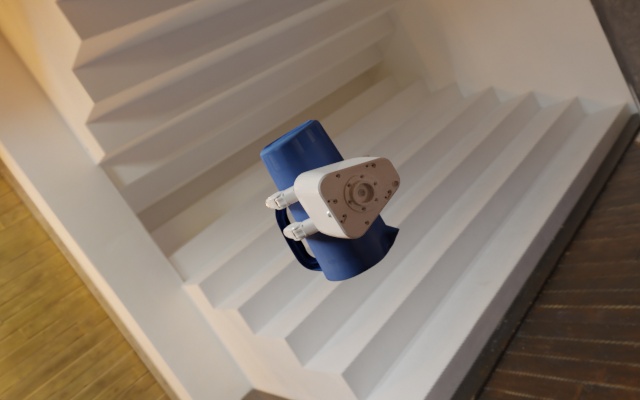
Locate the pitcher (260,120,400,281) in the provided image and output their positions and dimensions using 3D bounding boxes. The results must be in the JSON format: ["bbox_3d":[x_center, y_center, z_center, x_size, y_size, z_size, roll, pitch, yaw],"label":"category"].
[{"bbox_3d":[0.000,0.003,0.774,0.149,0.243,0.145,-34,11,-14],"label":"pitcher"}]
